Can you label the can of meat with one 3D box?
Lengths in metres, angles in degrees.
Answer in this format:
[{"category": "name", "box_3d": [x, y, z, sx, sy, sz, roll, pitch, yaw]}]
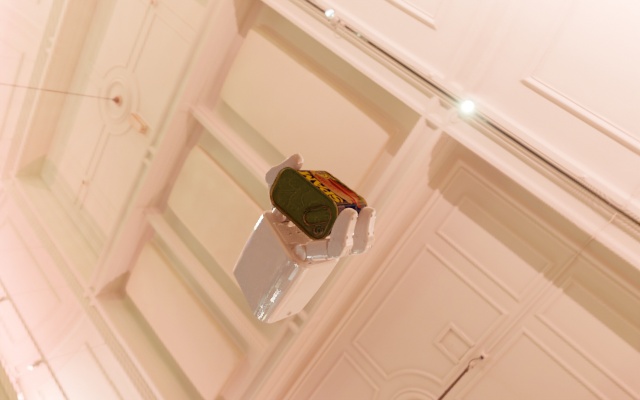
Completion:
[{"category": "can of meat", "box_3d": [0.000, 0.002, 0.612, 0.102, 0.057, 0.084, 39, 22, 26]}]
